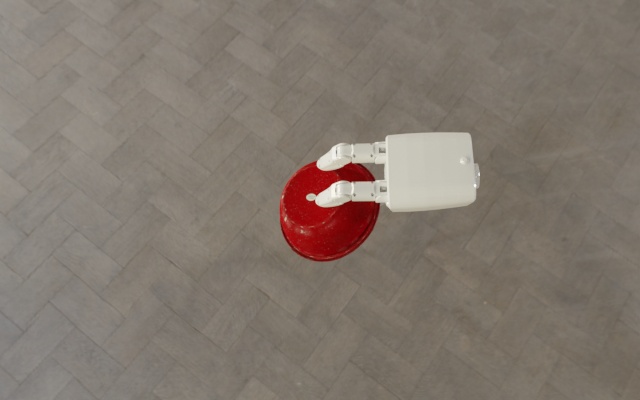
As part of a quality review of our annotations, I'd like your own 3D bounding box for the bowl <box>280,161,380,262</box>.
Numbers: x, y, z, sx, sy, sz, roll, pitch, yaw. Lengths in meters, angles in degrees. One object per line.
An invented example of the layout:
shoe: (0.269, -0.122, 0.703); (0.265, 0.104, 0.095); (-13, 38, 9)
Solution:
bowl: (-0.001, 0.003, 0.677); (0.162, 0.162, 0.055); (0, -20, 28)
